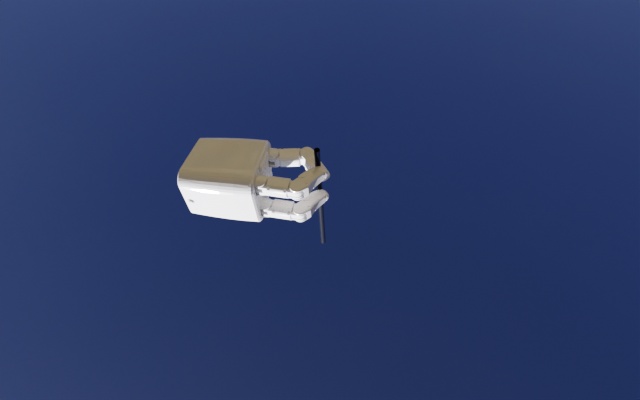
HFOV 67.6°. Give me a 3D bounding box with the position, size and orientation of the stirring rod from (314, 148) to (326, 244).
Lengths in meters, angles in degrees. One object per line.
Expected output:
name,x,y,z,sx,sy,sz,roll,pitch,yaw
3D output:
stirring rod,0.000,0.002,0.720,0.011,0.011,0.240,0,-34,3
